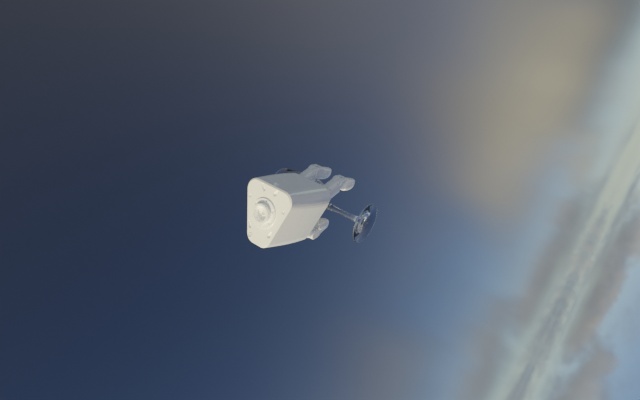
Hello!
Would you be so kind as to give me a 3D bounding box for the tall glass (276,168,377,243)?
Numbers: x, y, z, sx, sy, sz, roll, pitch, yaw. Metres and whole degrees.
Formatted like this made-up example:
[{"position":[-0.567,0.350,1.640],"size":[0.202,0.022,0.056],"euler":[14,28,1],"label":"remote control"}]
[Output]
[{"position":[0.001,0.003,0.885],"size":[0.201,0.079,0.079],"euler":[26,13,29],"label":"tall glass"}]
